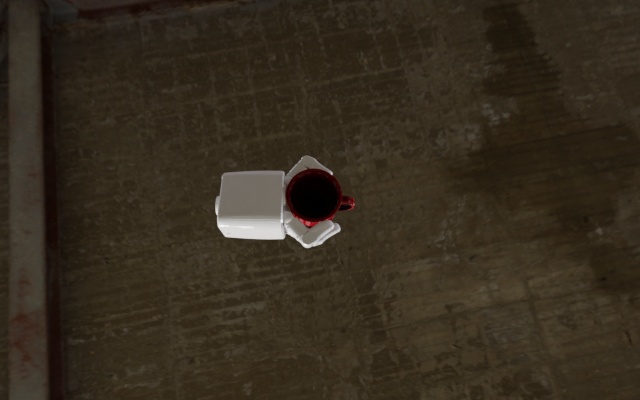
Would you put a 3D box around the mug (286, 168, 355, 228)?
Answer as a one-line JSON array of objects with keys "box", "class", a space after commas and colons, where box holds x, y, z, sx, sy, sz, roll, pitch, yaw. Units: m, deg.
[{"box": [0.002, 0.003, 0.821, 0.117, 0.093, 0.081, 1, -17, -2], "class": "mug"}]
